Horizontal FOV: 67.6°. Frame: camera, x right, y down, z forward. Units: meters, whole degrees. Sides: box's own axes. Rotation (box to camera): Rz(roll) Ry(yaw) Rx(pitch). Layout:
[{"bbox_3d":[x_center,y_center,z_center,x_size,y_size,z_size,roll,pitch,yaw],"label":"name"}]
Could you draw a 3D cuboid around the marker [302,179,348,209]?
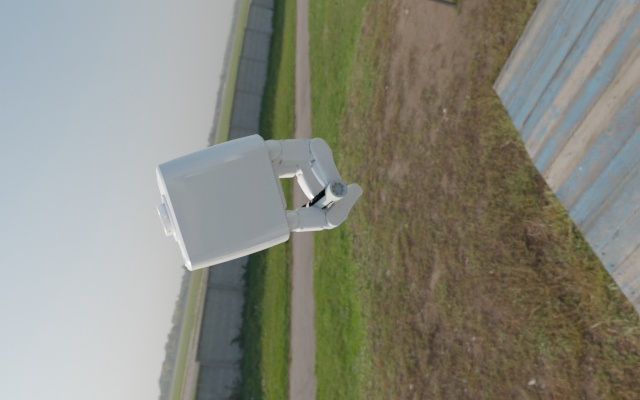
[{"bbox_3d":[0.000,0.002,0.517,0.020,0.020,0.121,0,-13,-17],"label":"marker"}]
